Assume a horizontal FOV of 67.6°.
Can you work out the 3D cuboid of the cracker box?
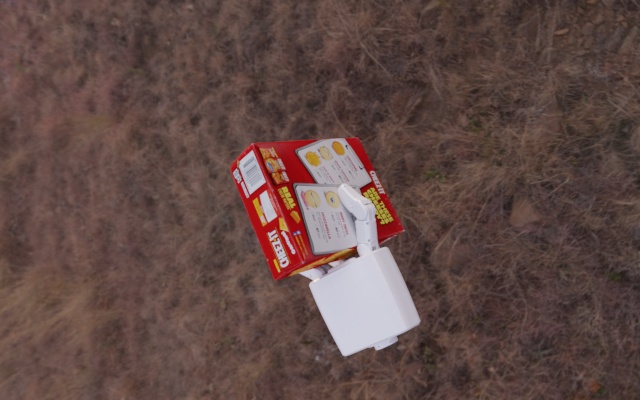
[{"bbox_3d":[0.000,0.002,0.661,0.213,0.164,0.072,-11,-18,-47],"label":"cracker box"}]
